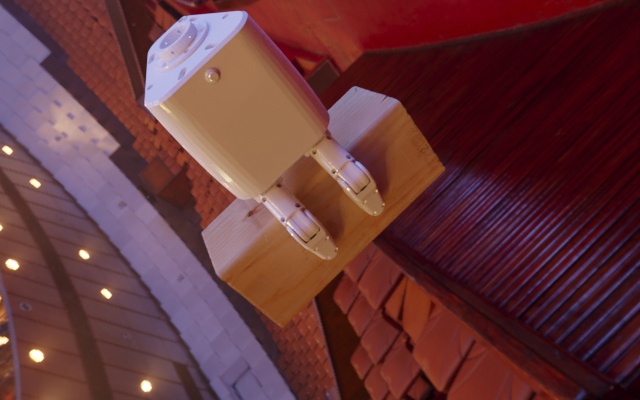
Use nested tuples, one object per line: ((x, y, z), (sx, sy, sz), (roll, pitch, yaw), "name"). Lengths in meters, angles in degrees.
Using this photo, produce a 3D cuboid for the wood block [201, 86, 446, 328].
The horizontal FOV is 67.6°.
((0.000, 0.001, 0.447), (0.090, 0.206, 0.090), (47, -2, -30), "wood block")
